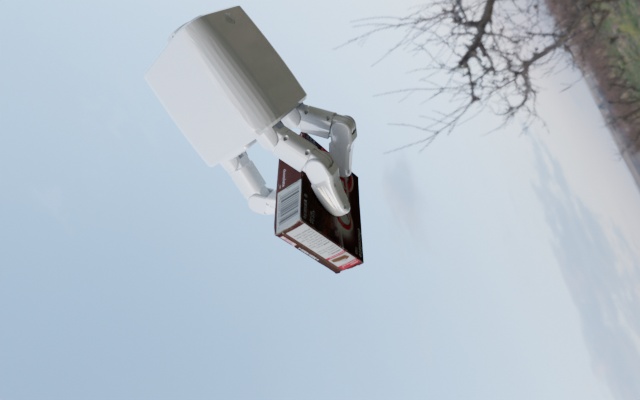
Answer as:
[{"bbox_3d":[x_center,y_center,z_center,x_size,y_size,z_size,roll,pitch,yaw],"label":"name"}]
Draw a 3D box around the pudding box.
[{"bbox_3d":[0.000,0.002,0.462,0.039,0.113,0.090,-27,-46,32],"label":"pudding box"}]
